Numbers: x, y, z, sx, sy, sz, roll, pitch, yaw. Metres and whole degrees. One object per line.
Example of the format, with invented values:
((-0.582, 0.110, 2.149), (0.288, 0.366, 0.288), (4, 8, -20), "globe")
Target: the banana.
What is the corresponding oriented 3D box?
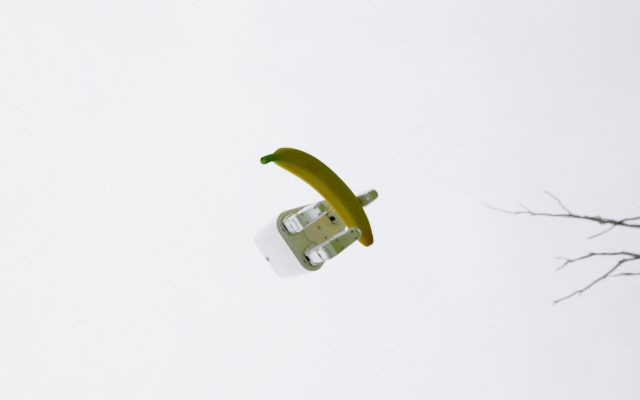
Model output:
((0.004, -0.014, 0.650), (0.198, 0.069, 0.037), (37, -36, -18), "banana")
